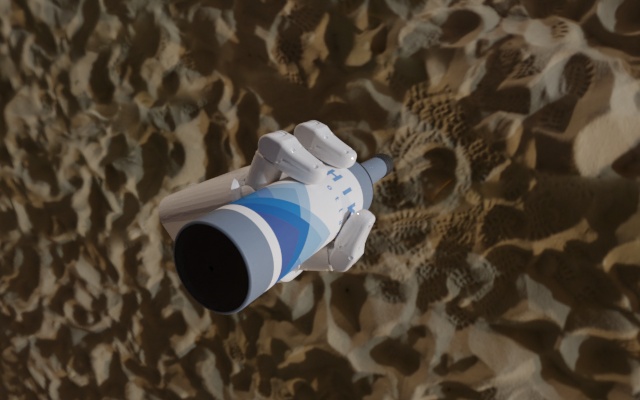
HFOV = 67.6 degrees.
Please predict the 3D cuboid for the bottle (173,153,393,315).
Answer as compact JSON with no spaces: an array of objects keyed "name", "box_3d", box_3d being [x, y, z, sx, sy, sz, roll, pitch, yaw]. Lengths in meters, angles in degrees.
[{"name":"bottle","box_3d":[0.000,0.001,0.429,0.069,0.069,0.295,0,17,30]}]
